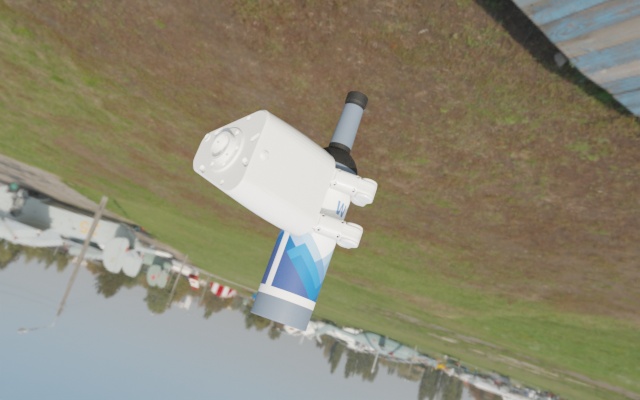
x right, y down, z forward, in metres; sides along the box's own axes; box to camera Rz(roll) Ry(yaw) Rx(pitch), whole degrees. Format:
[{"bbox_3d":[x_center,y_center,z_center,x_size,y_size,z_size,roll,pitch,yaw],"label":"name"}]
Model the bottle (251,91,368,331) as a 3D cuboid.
[{"bbox_3d":[0.000,0.002,0.572,0.069,0.295,0.069,18,-14,5],"label":"bottle"}]
